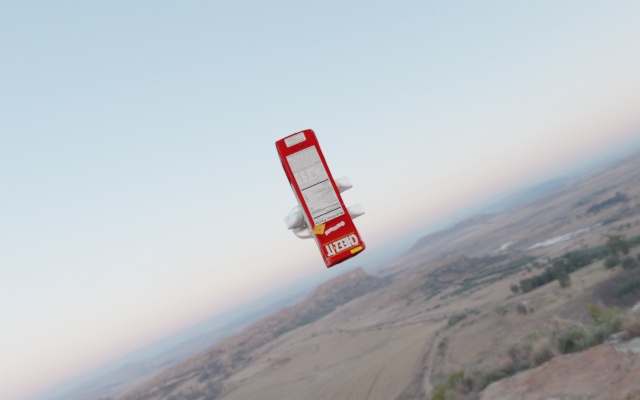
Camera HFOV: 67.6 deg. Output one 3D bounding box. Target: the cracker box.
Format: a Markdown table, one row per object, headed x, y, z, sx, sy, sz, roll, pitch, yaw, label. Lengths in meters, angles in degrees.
| x | y | z | sx | sy | sz | roll | pitch | yaw | label |
| --- | --- | --- | --- | --- | --- | --- | --- | --- | --- |
| 0.000 | 0.003 | 0.810 | 0.072 | 0.213 | 0.164 | -24 | -8 | -3 | cracker box |
